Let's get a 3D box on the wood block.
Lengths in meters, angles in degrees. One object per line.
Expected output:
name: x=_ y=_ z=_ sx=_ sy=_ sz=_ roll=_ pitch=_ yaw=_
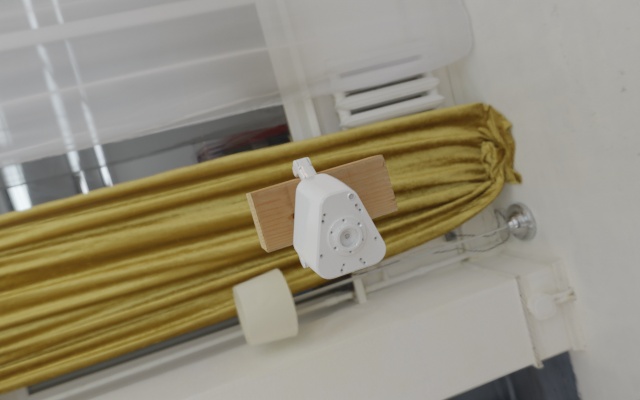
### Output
wood block: x=0.000 y=0.002 z=0.736 sx=0.206 sy=0.091 sz=0.090 roll=-17 pitch=4 yaw=-13
